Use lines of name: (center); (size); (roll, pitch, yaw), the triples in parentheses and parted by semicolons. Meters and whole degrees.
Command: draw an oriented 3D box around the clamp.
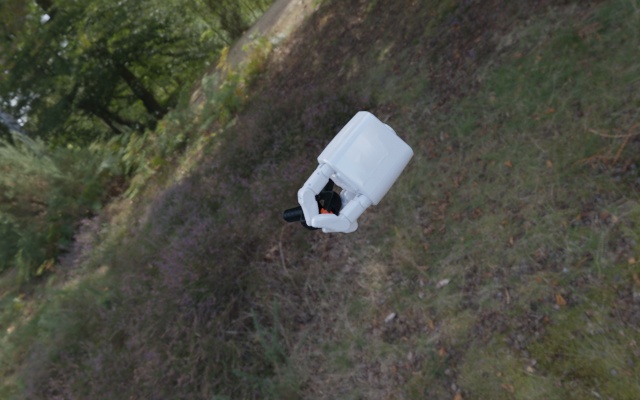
clamp: (0.000, 0.002, 0.828); (0.039, 0.120, 0.171); (42, -8, -22)
